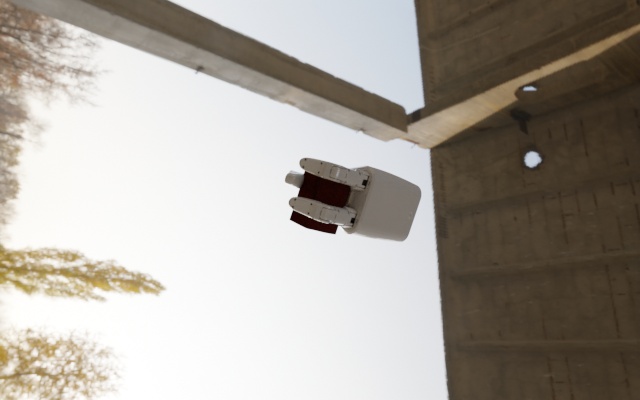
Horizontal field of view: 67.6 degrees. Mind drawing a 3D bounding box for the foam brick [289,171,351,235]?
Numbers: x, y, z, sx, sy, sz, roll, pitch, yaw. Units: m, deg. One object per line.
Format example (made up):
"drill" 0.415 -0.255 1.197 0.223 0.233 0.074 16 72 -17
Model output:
"foam brick" 0.000 0.002 0.669 0.051 0.078 0.053 15 6 -34
